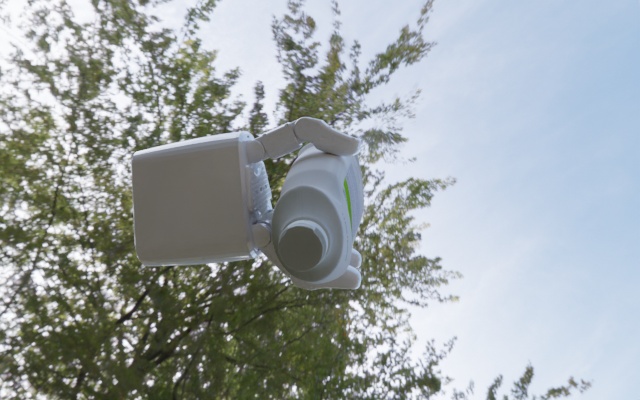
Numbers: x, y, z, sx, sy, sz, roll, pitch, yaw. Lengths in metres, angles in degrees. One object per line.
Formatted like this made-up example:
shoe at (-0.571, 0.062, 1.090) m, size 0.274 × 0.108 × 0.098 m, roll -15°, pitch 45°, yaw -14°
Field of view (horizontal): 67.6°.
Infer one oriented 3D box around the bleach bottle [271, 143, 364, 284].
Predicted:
bleach bottle at (0.000, 0.001, 0.412) m, size 0.068 × 0.102 × 0.251 m, roll -9°, pitch 8°, yaw 8°
